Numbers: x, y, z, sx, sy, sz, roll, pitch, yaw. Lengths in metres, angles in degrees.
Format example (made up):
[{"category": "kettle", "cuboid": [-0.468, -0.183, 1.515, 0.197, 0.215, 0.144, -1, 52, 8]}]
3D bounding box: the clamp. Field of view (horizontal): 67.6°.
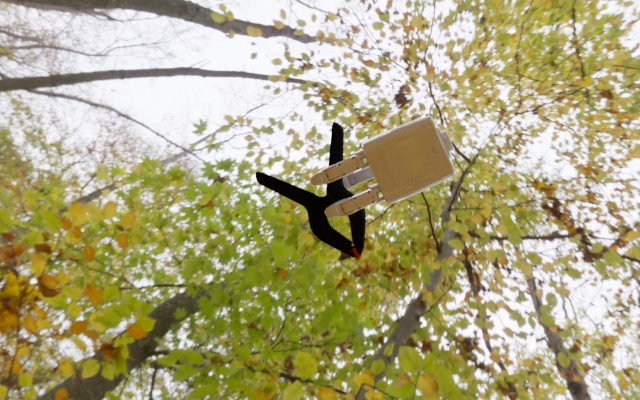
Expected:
[{"category": "clamp", "cuboid": [0.001, 0.003, 0.764, 0.164, 0.210, 0.036, -23, 6, 19]}]
